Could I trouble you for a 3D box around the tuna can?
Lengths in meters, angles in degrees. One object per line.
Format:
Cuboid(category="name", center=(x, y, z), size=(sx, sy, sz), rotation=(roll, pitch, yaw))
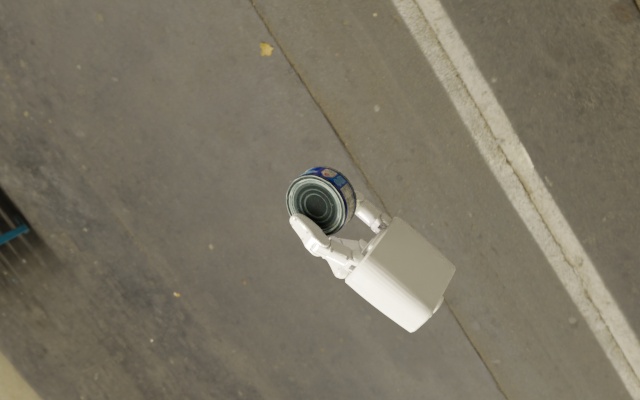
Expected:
Cuboid(category="tuna can", center=(0.000, 0.002, 0.601), size=(0.086, 0.086, 0.033), rotation=(0, 22, 30))
